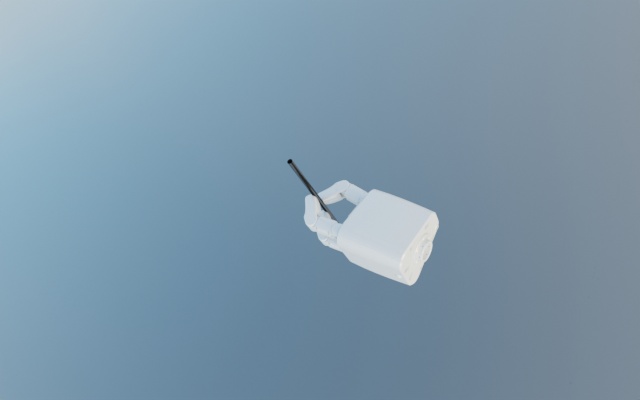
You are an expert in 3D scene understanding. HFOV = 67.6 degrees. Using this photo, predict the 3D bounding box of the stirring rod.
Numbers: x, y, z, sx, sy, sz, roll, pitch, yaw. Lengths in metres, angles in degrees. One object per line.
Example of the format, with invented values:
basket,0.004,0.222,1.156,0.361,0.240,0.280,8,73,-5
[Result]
stirring rod,0.000,0.003,0.766,0.011,0.011,0.240,0,-28,24
